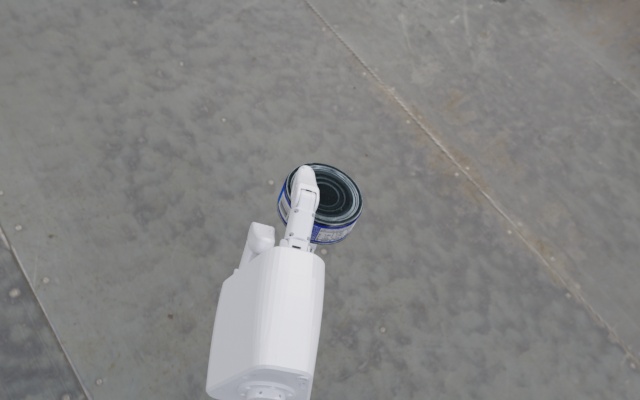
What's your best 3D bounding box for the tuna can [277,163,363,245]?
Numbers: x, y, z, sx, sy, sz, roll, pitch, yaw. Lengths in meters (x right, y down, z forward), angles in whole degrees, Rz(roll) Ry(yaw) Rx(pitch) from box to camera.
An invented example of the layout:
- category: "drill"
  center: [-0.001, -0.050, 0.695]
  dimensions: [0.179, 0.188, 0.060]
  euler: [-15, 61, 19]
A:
- category: "tuna can"
  center: [0.000, 0.001, 0.496]
  dimensions: [0.086, 0.086, 0.034]
  euler: [0, -38, -23]
